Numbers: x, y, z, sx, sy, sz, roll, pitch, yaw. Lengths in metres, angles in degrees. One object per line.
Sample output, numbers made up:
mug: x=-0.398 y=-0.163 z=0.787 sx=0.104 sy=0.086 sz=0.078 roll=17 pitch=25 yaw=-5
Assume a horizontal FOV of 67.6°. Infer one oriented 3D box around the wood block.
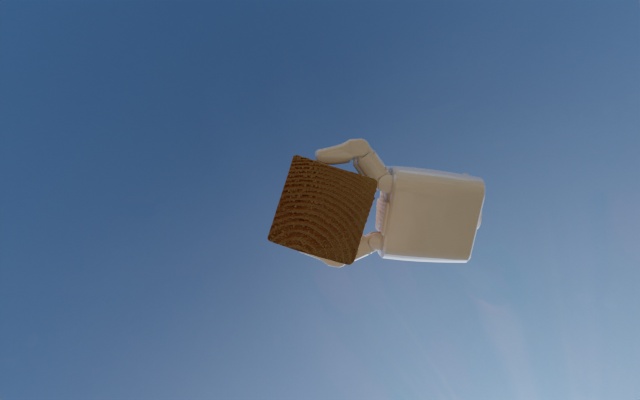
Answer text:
wood block: x=0.000 y=0.002 z=0.564 sx=0.090 sy=0.091 sz=0.206 roll=17 pitch=4 yaw=-2
